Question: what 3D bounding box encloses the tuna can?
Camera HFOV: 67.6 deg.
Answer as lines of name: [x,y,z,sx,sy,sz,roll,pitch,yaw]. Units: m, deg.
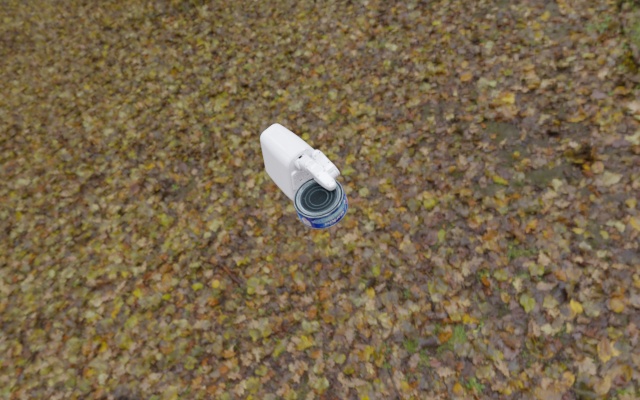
tuna can: [0.000,0.002,0.779,0.086,0.086,0.034,0,-35,17]
